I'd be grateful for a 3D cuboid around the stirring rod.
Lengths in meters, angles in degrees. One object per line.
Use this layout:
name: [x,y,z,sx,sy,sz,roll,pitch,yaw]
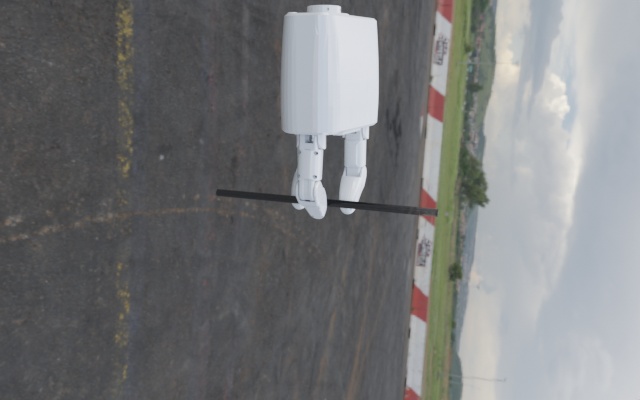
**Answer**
stirring rod: [0.000,0.002,0.501,0.239,0.011,0.011,5,1,16]
